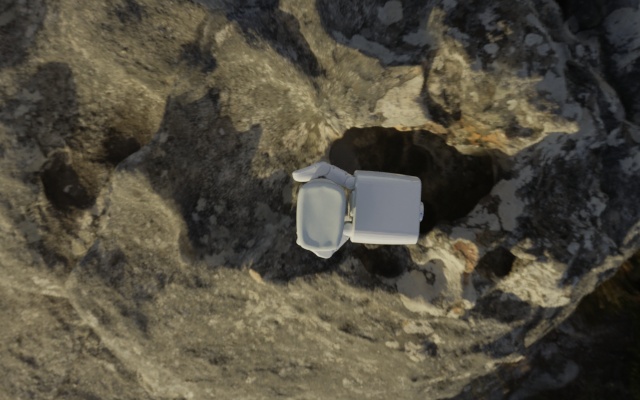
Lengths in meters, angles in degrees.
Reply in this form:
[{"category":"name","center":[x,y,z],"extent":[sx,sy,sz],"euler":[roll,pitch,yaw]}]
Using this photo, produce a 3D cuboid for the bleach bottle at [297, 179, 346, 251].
[{"category":"bleach bottle","center":[0.000,0.003,0.782],"extent":[0.068,0.102,0.250],"euler":[3,11,-1]}]
